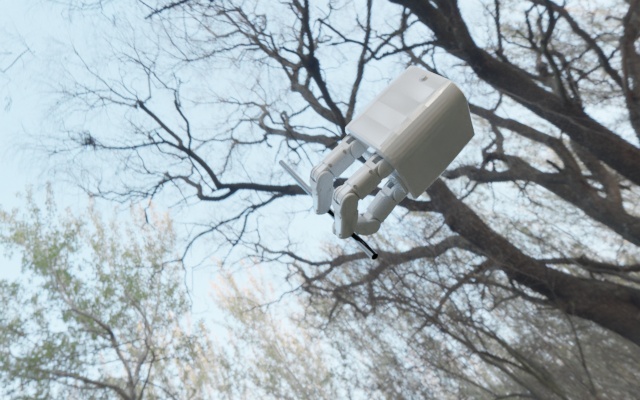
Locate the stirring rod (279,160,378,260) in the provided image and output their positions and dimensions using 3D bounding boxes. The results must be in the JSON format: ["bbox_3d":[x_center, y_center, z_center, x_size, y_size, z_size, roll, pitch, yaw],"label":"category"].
[{"bbox_3d":[0.000,0.002,0.579,0.011,0.011,0.239,0,27,-31],"label":"stirring rod"}]
